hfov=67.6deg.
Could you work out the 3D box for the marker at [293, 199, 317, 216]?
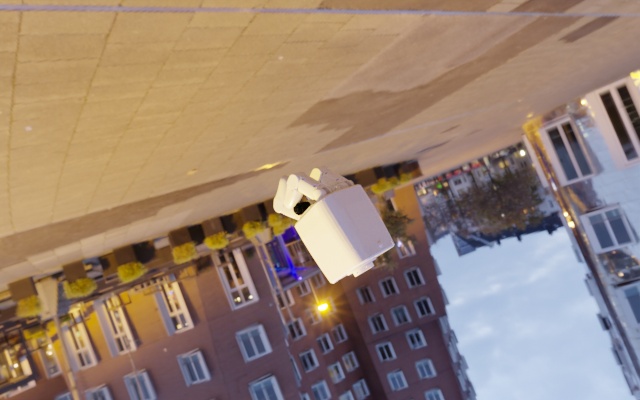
[{"bbox_3d":[0.000,0.002,0.748,0.020,0.020,0.121,0,11,39],"label":"marker"}]
